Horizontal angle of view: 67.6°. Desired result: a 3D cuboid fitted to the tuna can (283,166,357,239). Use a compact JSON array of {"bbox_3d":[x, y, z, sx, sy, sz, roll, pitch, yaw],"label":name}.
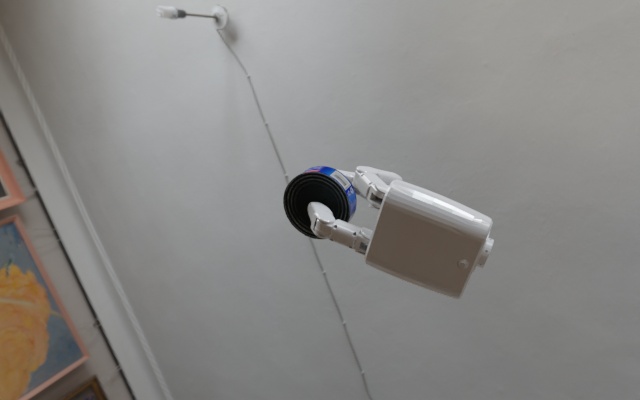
[{"bbox_3d":[0.000,0.002,0.584,0.086,0.086,0.033,0,19,22],"label":"tuna can"}]
